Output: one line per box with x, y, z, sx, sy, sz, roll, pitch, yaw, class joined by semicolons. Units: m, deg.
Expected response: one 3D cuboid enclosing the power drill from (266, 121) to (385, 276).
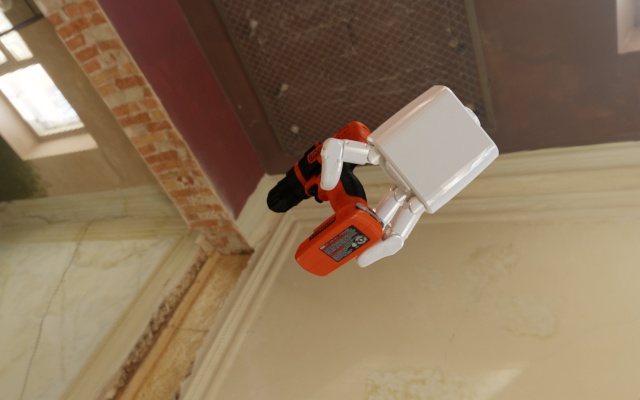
0.000;0.002;0.613;0.184;0.187;0.057;-39;-54;24;power drill
